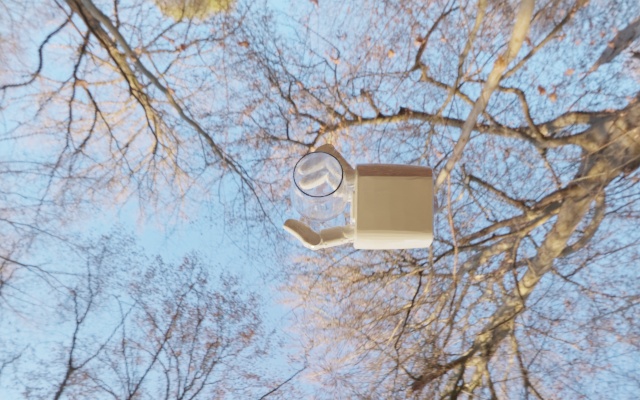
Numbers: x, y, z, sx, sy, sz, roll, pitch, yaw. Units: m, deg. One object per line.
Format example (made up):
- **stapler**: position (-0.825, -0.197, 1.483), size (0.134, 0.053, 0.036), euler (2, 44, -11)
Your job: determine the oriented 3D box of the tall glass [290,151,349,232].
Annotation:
- **tall glass**: position (0.000, 0.002, 0.670), size (0.079, 0.079, 0.201), euler (0, -20, 2)
